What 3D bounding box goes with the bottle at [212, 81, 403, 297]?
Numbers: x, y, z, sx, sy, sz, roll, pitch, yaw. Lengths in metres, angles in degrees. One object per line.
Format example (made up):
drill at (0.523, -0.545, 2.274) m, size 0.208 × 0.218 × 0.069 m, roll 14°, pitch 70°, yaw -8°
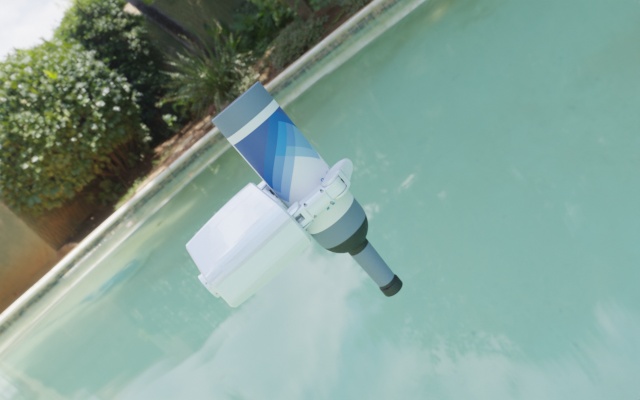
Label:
bottle at (0.000, 0.002, 0.550) m, size 0.069 × 0.296 × 0.069 m, roll -36°, pitch 17°, yaw 13°
